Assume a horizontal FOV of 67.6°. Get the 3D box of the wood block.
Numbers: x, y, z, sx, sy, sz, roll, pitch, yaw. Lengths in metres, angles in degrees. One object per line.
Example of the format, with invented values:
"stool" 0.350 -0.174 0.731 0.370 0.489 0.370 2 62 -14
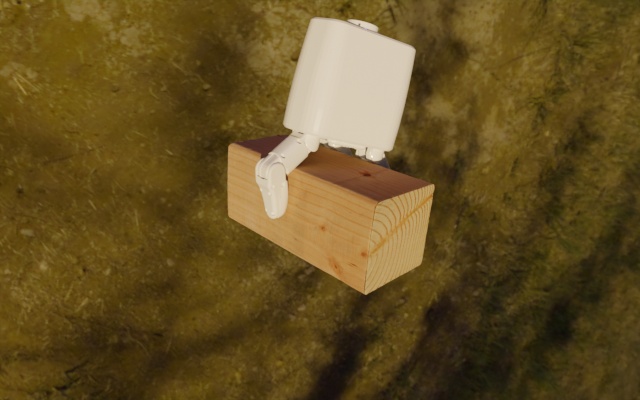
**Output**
"wood block" 0.000 0.001 0.497 0.091 0.090 0.206 -17 30 -43
